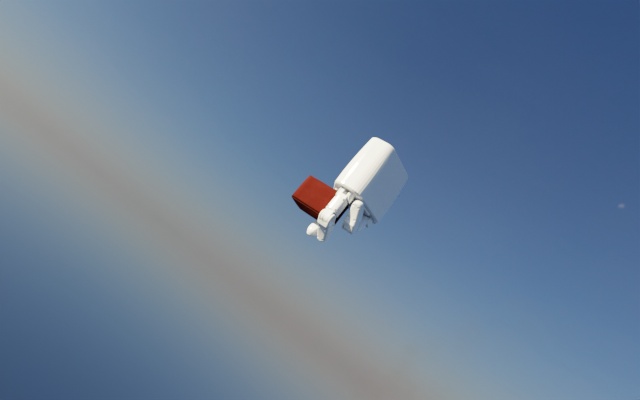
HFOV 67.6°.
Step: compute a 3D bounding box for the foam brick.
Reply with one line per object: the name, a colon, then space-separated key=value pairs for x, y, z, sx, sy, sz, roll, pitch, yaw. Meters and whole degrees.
foam brick: x=0.000 y=0.003 z=0.827 sx=0.078 sy=0.051 sz=0.053 roll=32 pitch=-14 yaw=24
